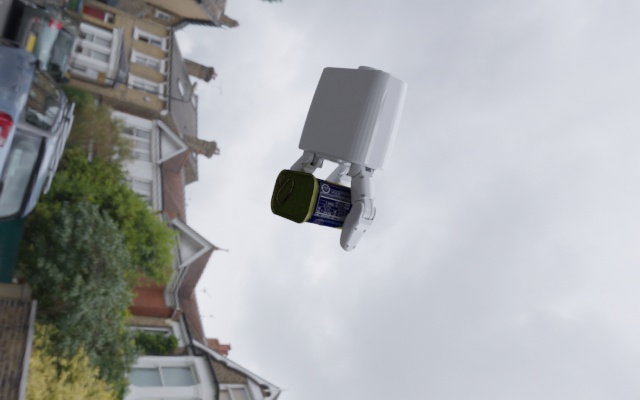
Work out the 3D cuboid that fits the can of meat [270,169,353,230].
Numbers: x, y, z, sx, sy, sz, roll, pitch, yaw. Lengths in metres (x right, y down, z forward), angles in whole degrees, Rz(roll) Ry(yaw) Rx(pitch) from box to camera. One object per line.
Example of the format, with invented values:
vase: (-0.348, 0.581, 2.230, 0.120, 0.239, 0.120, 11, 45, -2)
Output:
can of meat: (0.000, 0.002, 0.573, 0.084, 0.057, 0.102, 14, 0, -30)
